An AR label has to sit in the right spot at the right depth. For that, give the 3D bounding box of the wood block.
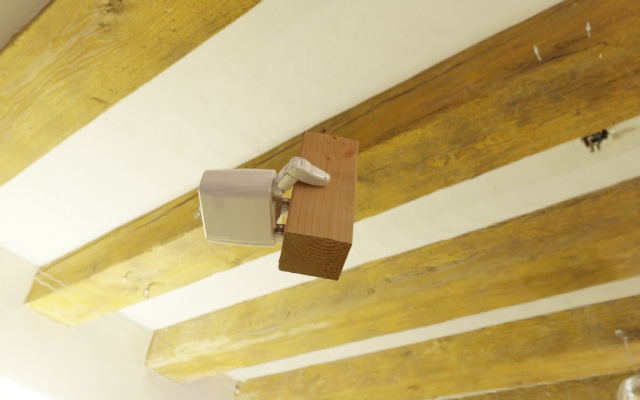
[{"bbox_3d":[0.000,0.002,0.705,0.090,0.206,0.091,10,-43,-4],"label":"wood block"}]
